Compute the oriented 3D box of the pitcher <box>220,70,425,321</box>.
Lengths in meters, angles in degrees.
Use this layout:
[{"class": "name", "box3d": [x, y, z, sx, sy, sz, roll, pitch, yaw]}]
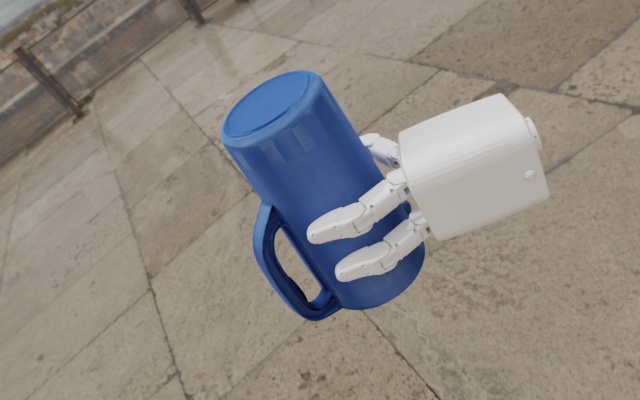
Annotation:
[{"class": "pitcher", "box3d": [0.000, 0.002, 0.491, 0.145, 0.243, 0.149, -21, 37, 19]}]
